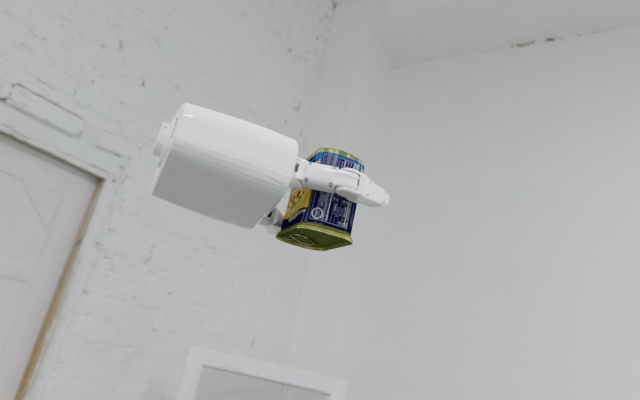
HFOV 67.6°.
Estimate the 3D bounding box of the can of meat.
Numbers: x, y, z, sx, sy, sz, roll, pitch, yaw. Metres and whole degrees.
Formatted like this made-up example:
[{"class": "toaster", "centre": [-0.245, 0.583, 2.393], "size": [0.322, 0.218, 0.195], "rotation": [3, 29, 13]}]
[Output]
[{"class": "can of meat", "centre": [0.000, 0.001, 0.489], "size": [0.057, 0.084, 0.102], "rotation": [18, -17, -18]}]
